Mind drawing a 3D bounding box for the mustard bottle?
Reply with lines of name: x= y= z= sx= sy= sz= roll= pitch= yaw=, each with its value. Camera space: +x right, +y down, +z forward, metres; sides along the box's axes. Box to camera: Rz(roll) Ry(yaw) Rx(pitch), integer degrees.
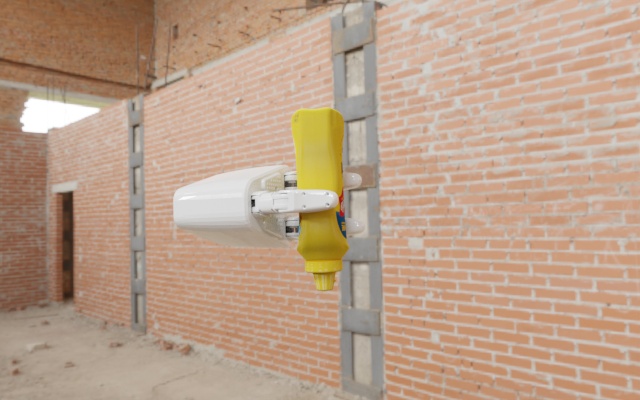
mustard bottle: x=0.000 y=0.001 z=0.523 sx=0.058 sy=0.191 sz=0.096 roll=-2 pitch=-3 yaw=2
